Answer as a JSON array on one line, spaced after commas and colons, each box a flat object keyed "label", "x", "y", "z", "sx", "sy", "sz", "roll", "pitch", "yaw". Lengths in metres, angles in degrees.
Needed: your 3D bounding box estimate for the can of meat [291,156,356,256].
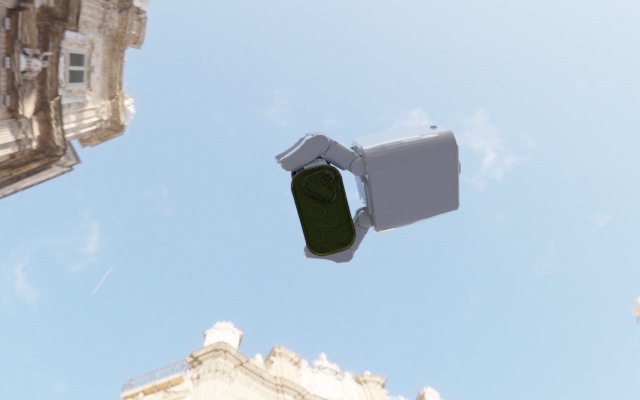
[{"label": "can of meat", "x": 0.000, "y": 0.002, "z": 0.562, "sx": 0.057, "sy": 0.102, "sz": 0.084, "roll": -15, "pitch": 16, "yaw": -1}]
